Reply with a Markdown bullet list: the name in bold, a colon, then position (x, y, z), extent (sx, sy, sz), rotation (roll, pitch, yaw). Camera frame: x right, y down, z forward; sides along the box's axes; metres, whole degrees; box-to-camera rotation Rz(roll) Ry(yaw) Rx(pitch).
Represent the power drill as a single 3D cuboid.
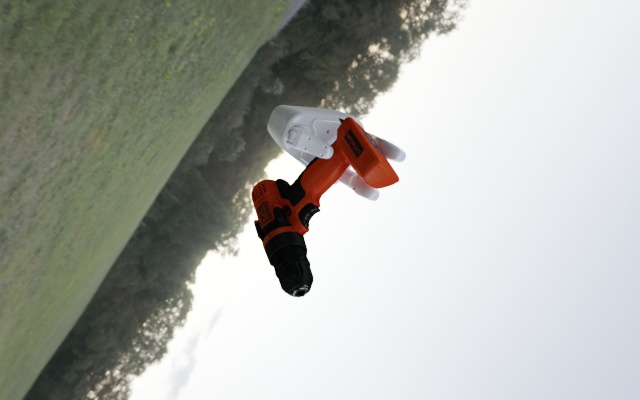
- **power drill**: position (0.000, 0.001, 0.581), extent (0.188, 0.184, 0.057), rotation (-39, -43, 15)
